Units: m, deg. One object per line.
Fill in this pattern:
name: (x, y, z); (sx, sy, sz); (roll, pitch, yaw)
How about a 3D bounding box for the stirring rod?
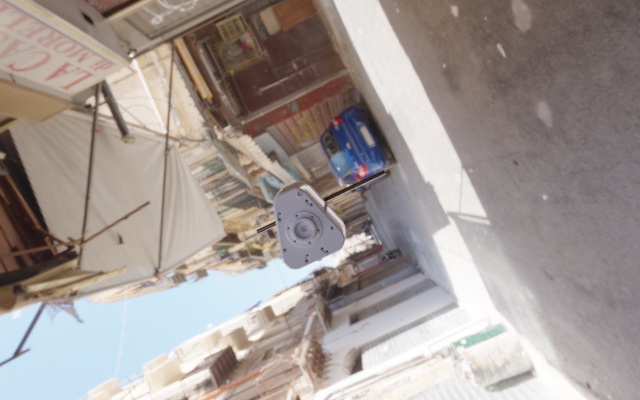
stirring rod: (0.000, 0.003, 0.815); (0.239, 0.011, 0.011); (-25, -1, 3)
